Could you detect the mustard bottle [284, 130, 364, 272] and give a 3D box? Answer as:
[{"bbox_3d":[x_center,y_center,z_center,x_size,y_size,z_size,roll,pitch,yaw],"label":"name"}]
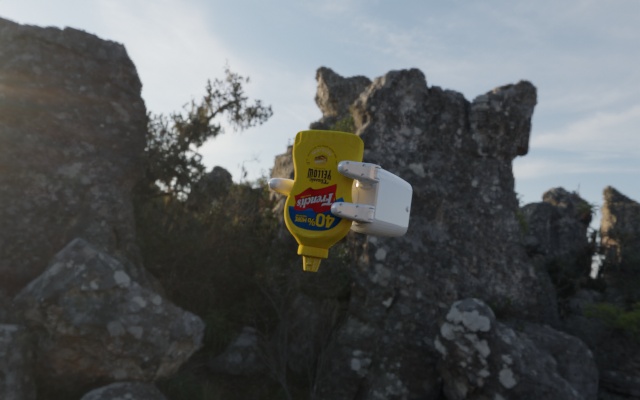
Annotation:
[{"bbox_3d":[0.000,0.002,0.657,0.096,0.191,0.058,7,-6,16],"label":"mustard bottle"}]
